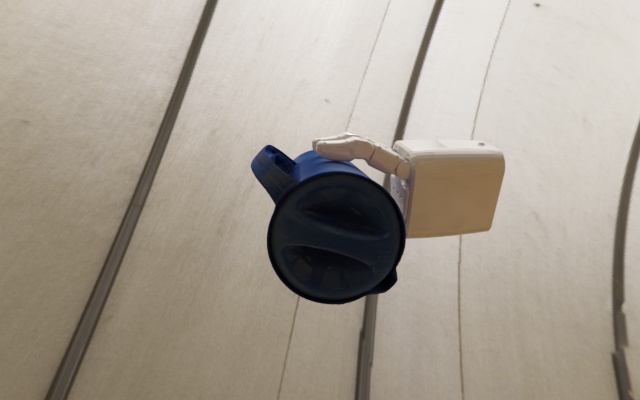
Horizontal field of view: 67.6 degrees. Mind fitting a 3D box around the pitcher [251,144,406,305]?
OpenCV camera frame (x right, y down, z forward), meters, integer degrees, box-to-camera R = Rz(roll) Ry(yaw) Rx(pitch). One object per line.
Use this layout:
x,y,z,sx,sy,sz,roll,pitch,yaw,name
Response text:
0.000,0.002,0.558,0.145,0.149,0.242,-3,15,-4,pitcher
